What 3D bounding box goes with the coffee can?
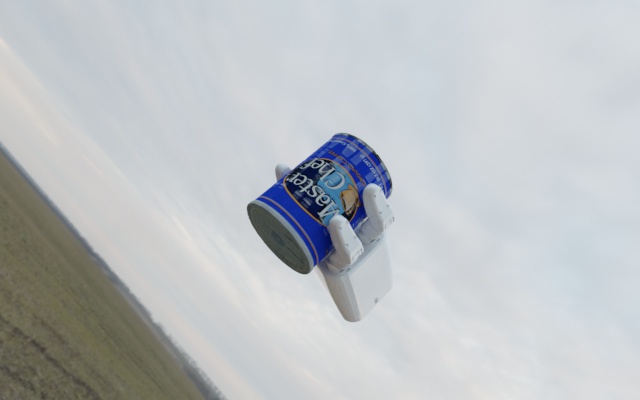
[{"bbox_3d":[0.000,0.002,0.556,0.140,0.103,0.103,-41,19,-23],"label":"coffee can"}]
